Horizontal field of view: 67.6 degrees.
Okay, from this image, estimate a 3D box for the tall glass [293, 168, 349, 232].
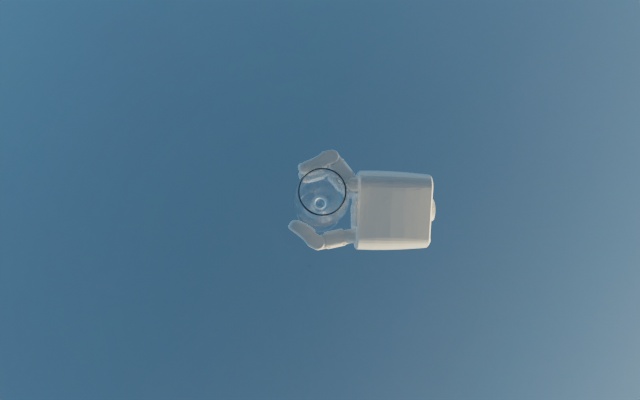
[{"bbox_3d":[0.000,0.002,0.699,0.079,0.079,0.201,0,-8,-1],"label":"tall glass"}]
